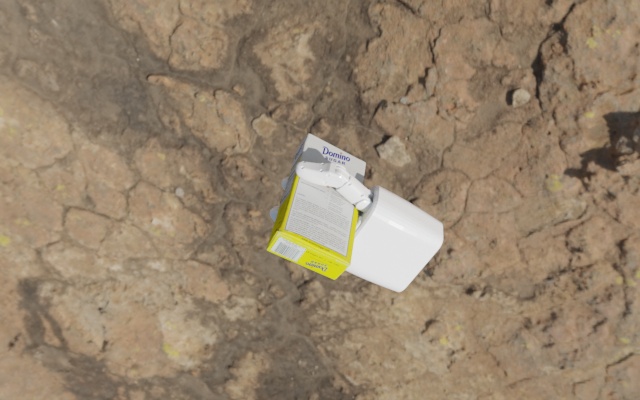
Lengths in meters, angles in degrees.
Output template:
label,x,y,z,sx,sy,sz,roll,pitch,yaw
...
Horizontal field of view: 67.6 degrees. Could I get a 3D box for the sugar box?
label,x,y,z,sx,sy,sz,roll,pitch,yaw
sugar box,0.000,0.002,0.597,0.093,0.176,0.048,26,-47,-13
